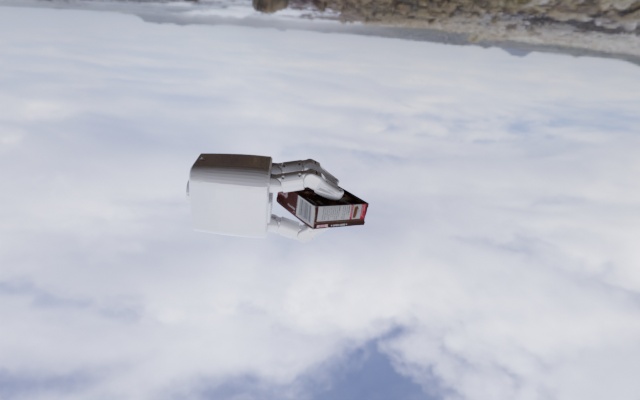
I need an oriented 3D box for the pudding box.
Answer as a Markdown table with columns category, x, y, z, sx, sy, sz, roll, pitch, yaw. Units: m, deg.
| category | x | y | z | sx | sy | sz | roll | pitch | yaw |
| --- | --- | --- | --- | --- | --- | --- | --- | --- | --- |
| pudding box | 0.000 | 0.002 | 0.690 | 0.090 | 0.039 | 0.113 | -4 | 24 | -32 |
